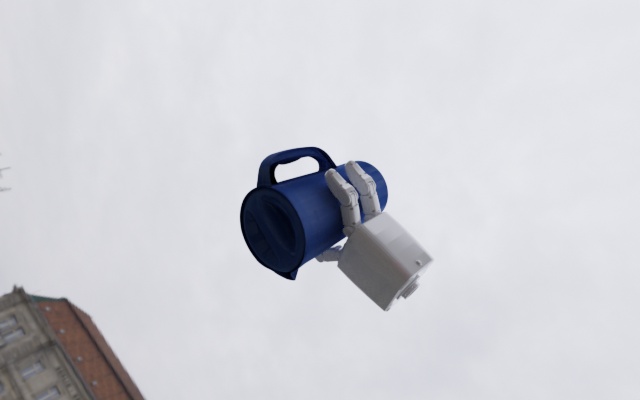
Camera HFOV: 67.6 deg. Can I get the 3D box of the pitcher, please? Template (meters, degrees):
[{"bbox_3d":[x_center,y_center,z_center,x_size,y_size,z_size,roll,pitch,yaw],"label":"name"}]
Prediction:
[{"bbox_3d":[0.000,0.003,0.757,0.145,0.149,0.243,44,40,20],"label":"pitcher"}]
